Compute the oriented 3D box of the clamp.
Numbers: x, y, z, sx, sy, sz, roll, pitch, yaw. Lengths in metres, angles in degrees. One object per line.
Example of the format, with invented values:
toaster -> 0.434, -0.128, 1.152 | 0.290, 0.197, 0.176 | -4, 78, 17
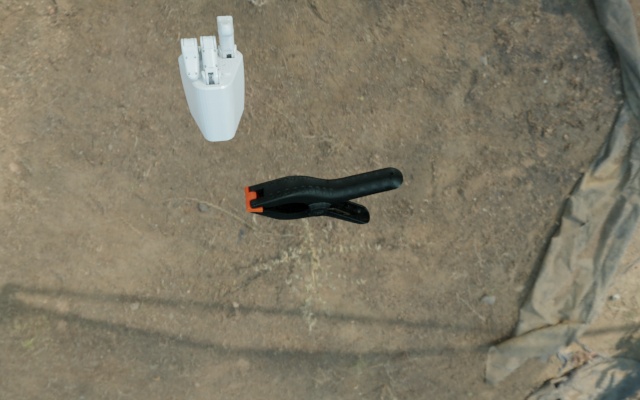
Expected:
clamp -> 0.000, 0.002, 0.552 | 0.171, 0.039, 0.120 | -2, -31, -7
